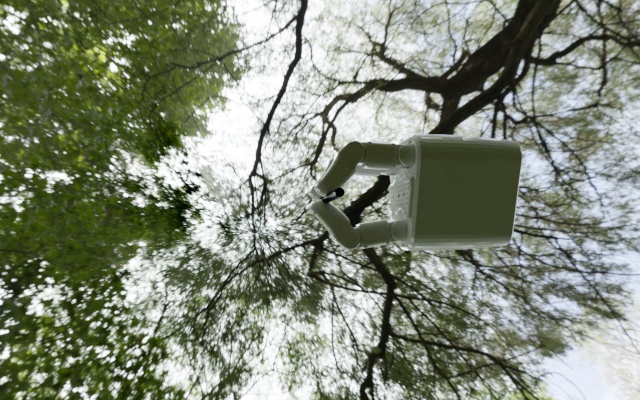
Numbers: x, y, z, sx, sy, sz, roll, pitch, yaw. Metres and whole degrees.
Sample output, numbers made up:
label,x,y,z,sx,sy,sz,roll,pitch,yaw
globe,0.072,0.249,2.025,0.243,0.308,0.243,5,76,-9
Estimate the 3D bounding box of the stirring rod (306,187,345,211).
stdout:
label,x,y,z,sx,sy,sz,roll,pitch,yaw
stirring rod,0.000,0.002,0.502,0.011,0.011,0.239,0,-4,-7
